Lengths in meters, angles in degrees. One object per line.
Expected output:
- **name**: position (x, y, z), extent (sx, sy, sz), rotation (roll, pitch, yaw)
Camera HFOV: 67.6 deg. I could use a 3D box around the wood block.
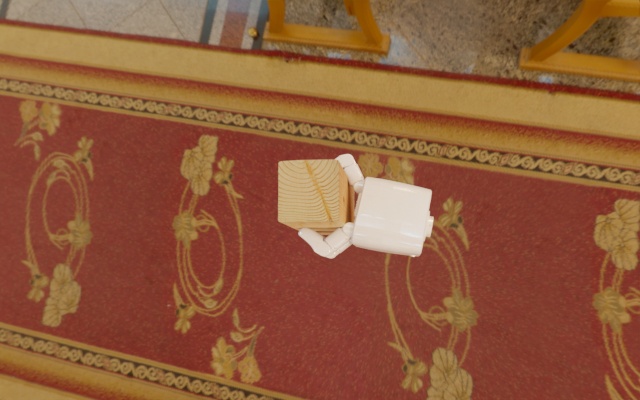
- **wood block**: position (0.000, 0.002, 0.770), extent (0.090, 0.091, 0.206), rotation (-1, -10, 10)
